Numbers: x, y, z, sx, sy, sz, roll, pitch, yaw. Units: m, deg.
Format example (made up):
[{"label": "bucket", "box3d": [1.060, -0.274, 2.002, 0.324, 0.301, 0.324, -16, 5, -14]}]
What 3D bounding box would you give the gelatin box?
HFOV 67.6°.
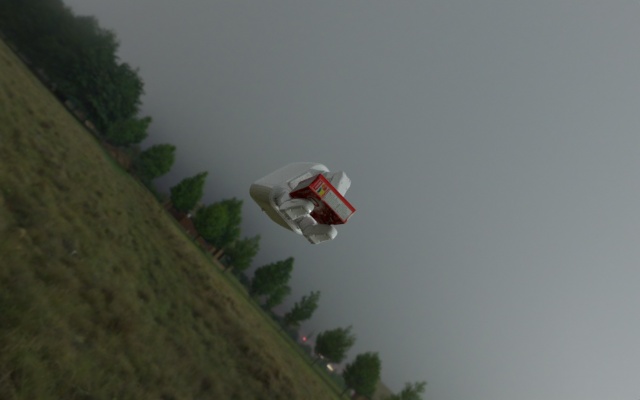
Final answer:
[{"label": "gelatin box", "box3d": [0.001, 0.002, 0.684, 0.030, 0.073, 0.089, -48, 13, -20]}]
